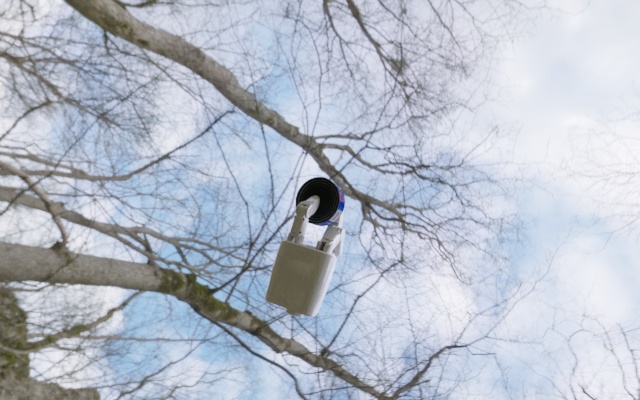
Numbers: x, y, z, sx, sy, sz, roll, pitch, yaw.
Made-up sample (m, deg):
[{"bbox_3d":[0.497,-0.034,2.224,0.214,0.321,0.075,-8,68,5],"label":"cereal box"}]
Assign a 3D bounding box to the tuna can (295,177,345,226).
[{"bbox_3d":[0.000,0.003,0.860,0.086,0.086,0.034,0,-11,24],"label":"tuna can"}]
